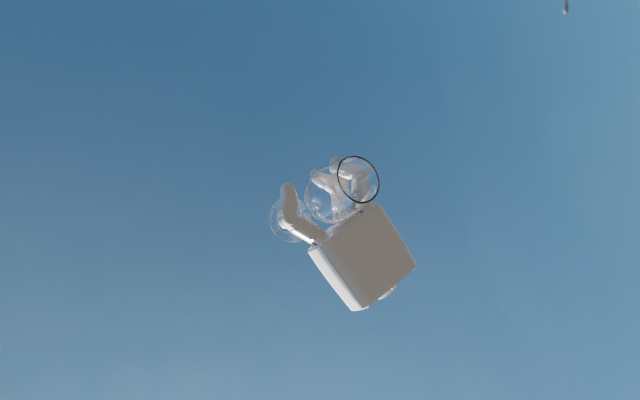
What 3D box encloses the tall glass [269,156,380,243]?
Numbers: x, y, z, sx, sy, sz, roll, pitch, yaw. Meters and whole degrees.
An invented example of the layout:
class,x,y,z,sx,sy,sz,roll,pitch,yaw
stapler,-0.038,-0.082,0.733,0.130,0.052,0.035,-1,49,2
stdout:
class,x,y,z,sx,sy,sz,roll,pitch,yaw
tall glass,0.000,0.002,0.664,0.079,0.079,0.201,0,-17,-29
